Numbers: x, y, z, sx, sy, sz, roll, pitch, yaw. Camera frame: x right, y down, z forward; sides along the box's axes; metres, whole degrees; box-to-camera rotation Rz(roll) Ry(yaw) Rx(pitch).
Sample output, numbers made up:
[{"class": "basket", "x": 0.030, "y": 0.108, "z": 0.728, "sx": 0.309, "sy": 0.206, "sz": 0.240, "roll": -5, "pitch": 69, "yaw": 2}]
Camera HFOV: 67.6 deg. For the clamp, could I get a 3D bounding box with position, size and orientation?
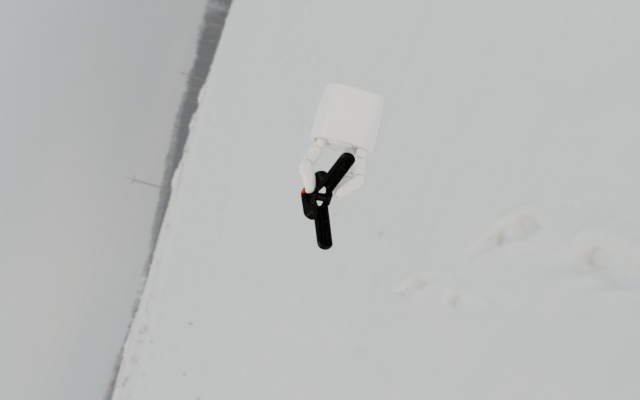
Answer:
[{"class": "clamp", "x": -0.001, "y": 0.002, "z": 0.867, "sx": 0.036, "sy": 0.164, "sz": 0.210, "roll": 16, "pitch": -6, "yaw": -17}]
